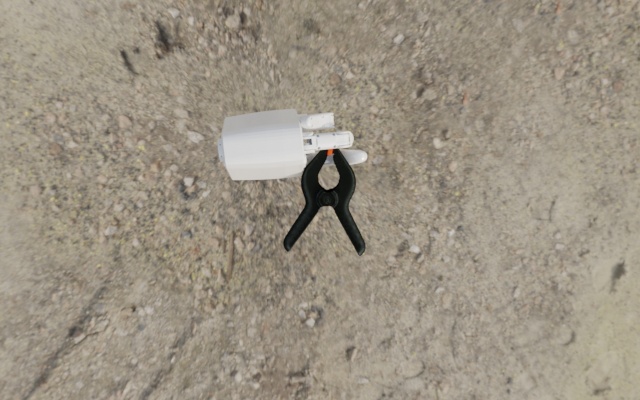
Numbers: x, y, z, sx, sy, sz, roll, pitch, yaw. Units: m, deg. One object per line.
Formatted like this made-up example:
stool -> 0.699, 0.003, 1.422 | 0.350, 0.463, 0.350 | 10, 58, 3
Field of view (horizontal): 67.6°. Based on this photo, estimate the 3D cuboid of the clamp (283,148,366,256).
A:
clamp -> 0.000, 0.002, 0.691 | 0.120, 0.171, 0.039 | -6, 8, -5
